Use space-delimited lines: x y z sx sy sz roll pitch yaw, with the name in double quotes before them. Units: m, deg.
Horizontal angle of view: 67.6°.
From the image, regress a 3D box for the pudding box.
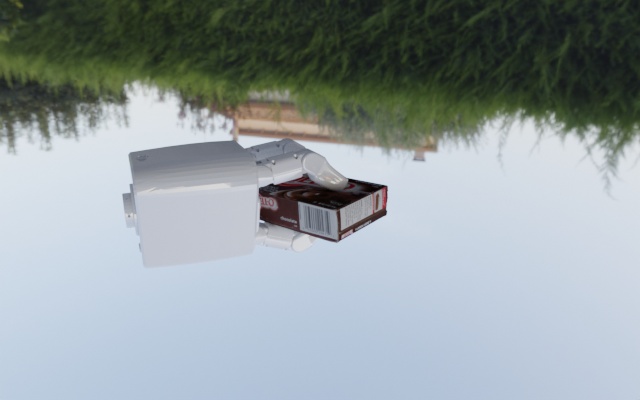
"pudding box" 0.000 0.002 0.501 0.113 0.039 0.090 16 27 36
